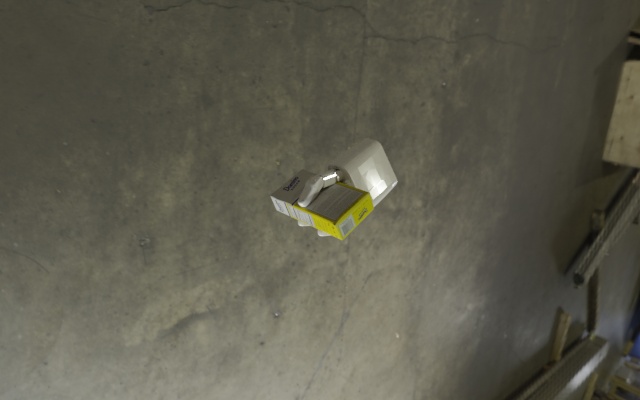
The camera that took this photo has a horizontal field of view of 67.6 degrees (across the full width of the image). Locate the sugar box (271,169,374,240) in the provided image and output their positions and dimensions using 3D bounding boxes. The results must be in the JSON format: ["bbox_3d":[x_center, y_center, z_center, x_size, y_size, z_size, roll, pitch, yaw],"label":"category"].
[{"bbox_3d":[0.000,0.003,0.877,0.176,0.048,0.093,21,53,44],"label":"sugar box"}]
